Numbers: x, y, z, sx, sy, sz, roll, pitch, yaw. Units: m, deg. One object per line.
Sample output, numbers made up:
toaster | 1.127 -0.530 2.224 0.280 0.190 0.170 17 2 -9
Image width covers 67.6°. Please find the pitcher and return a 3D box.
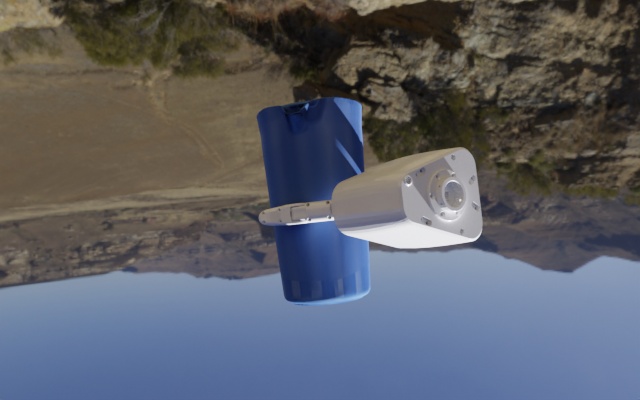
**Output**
pitcher | 0.000 0.002 0.608 0.149 0.243 0.145 -3 -4 -34
